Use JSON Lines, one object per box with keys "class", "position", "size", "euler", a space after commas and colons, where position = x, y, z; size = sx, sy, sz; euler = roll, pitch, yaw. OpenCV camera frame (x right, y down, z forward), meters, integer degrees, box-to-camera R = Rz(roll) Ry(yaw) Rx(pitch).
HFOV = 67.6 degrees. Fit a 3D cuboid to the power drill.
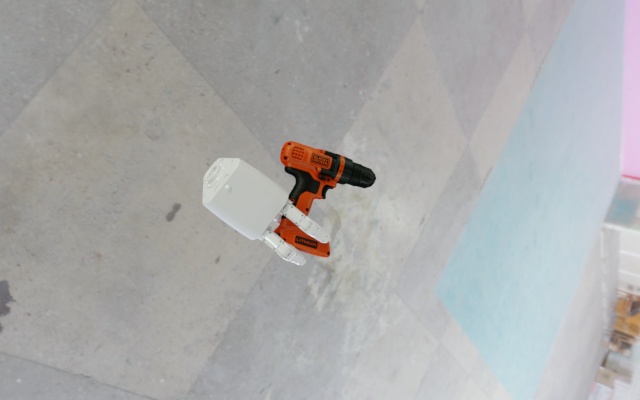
{"class": "power drill", "position": [0.000, 0.003, 0.852], "size": [0.184, 0.187, 0.057], "euler": [17, -11, -15]}
